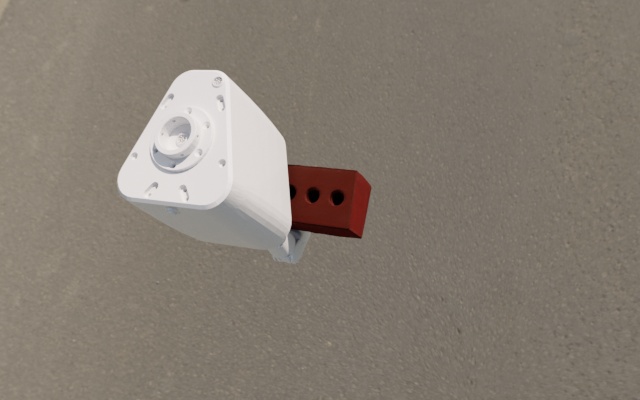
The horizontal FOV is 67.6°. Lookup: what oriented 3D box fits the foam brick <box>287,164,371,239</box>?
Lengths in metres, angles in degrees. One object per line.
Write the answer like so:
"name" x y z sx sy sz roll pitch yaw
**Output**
"foam brick" 0.000 0.001 0.432 0.078 0.053 0.051 6 -12 19
